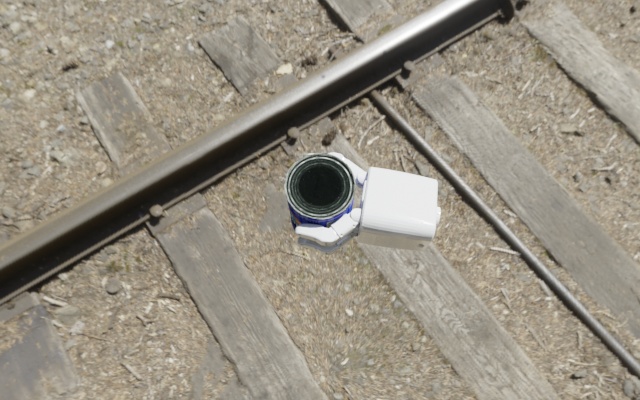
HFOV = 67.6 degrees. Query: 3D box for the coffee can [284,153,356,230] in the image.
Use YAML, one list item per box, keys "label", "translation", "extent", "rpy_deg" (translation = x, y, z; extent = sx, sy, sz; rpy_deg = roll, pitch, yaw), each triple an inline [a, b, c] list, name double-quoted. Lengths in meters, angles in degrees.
- label: "coffee can"
  translation: [0.000, 0.002, 0.743]
  extent: [0.103, 0.102, 0.140]
  rpy_deg: [0, -20, 1]
